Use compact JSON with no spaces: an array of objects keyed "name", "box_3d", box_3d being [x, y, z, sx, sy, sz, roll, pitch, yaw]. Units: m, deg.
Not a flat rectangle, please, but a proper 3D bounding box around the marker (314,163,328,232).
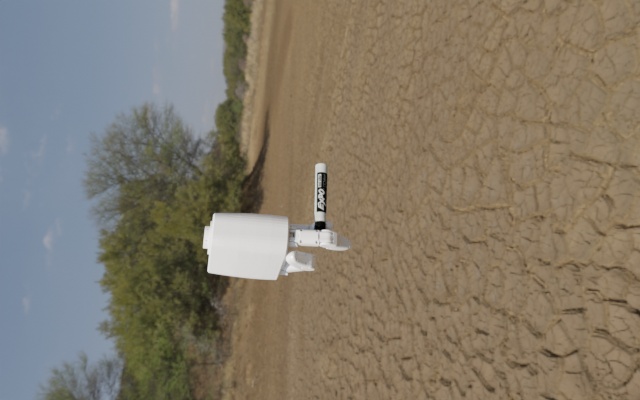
[{"name":"marker","box_3d":[0.000,0.002,0.715,0.020,0.121,0.020,1,-21,1]}]
